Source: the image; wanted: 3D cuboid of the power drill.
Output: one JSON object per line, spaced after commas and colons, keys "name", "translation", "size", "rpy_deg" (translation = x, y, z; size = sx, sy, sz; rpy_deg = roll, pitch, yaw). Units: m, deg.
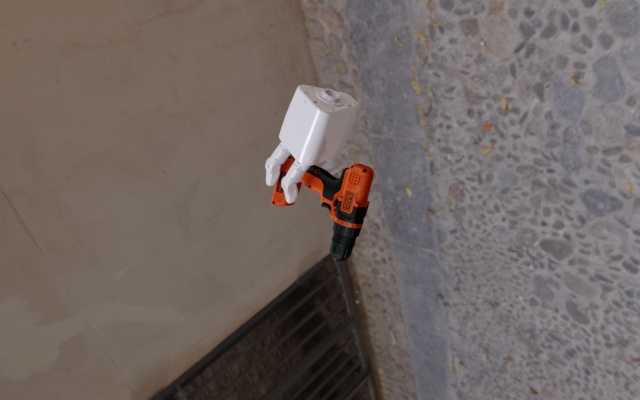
{"name": "power drill", "translation": [0.000, 0.003, 0.895], "size": [0.187, 0.184, 0.057], "rpy_deg": [21, 13, 27]}
